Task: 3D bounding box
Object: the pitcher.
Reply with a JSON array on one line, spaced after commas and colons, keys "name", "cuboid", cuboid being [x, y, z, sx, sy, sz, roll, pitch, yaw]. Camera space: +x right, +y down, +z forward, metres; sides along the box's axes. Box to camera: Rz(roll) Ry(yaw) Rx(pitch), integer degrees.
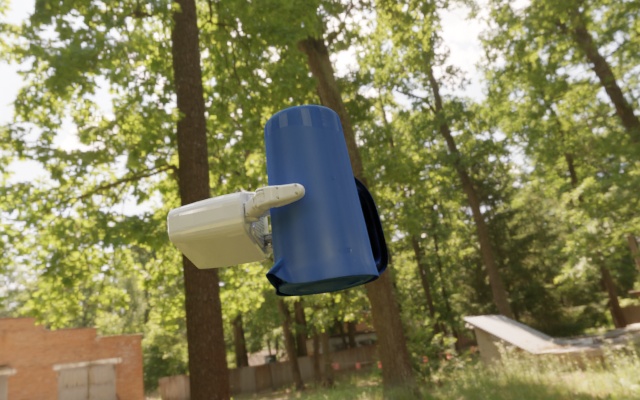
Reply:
[{"name": "pitcher", "cuboid": [0.000, 0.002, 0.644, 0.145, 0.242, 0.149, -12, -17, 10]}]
